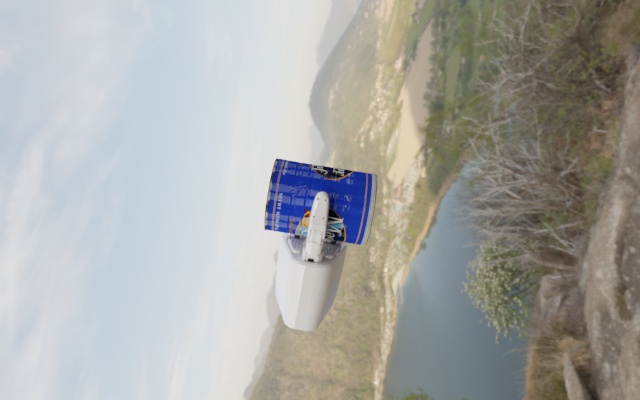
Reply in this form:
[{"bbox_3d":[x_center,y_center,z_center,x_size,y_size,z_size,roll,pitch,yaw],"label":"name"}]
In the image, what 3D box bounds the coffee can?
[{"bbox_3d":[0.000,0.002,0.664,0.140,0.103,0.103,9,0,-1],"label":"coffee can"}]
